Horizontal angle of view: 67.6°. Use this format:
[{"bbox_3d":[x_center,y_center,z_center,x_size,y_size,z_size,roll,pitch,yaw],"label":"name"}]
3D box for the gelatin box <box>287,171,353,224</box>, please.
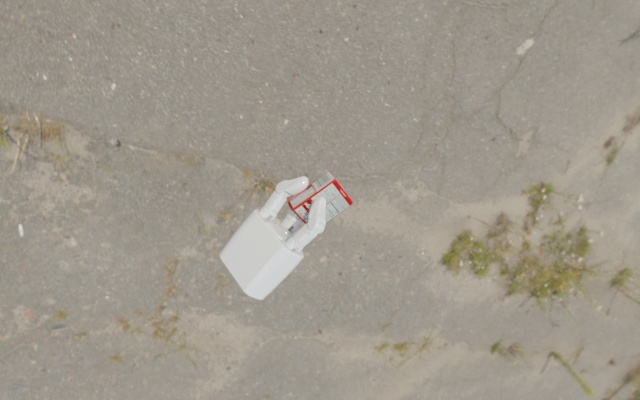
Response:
[{"bbox_3d":[0.001,0.003,0.805,0.089,0.030,0.073,-36,-46,4],"label":"gelatin box"}]
